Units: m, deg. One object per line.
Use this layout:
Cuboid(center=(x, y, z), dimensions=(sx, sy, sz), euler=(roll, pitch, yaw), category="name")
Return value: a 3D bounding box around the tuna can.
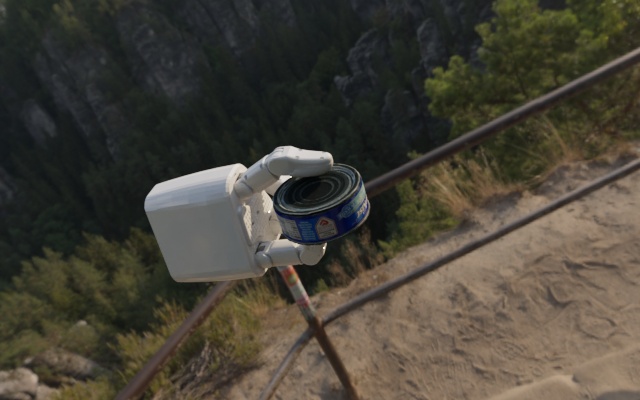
Cuboid(center=(0.000, 0.001, 0.438), dimensions=(0.086, 0.034, 0.086), euler=(-14, 31, 8), category="tuna can")
